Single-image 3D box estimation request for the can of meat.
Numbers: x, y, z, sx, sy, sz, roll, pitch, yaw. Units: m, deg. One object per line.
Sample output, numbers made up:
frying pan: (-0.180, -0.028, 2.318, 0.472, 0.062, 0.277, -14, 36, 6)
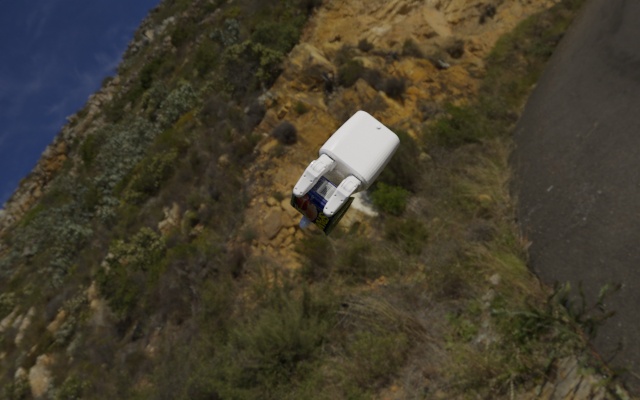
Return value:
can of meat: (0.000, 0.002, 0.778, 0.084, 0.057, 0.102, 38, -20, 6)
